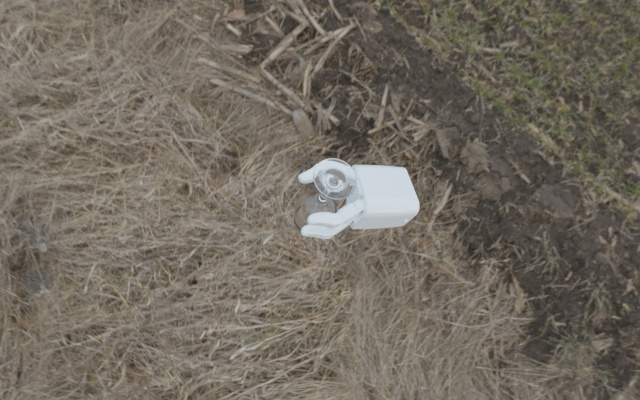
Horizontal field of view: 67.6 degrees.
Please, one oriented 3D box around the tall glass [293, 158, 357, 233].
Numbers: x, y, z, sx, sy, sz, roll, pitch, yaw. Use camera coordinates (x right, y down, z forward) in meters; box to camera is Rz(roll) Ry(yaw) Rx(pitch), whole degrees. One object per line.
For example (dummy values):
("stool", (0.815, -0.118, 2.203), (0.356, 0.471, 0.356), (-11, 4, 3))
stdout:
("tall glass", (0.000, 0.002, 0.861), (0.079, 0.079, 0.201), (0, -23, -16))
